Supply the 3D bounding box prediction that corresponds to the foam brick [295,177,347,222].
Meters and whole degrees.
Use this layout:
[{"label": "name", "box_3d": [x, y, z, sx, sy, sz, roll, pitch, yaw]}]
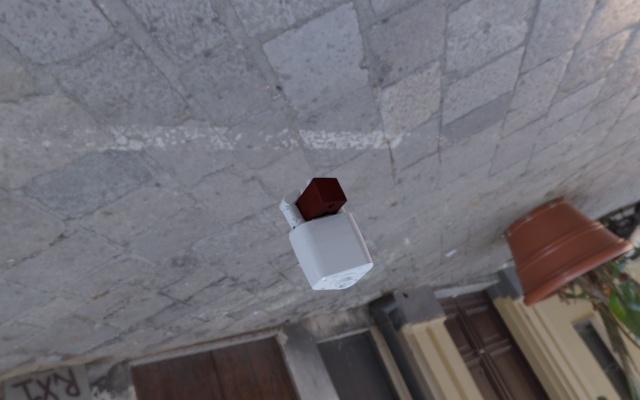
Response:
[{"label": "foam brick", "box_3d": [0.000, 0.002, 0.834, 0.053, 0.051, 0.078, -4, -33, -35]}]
